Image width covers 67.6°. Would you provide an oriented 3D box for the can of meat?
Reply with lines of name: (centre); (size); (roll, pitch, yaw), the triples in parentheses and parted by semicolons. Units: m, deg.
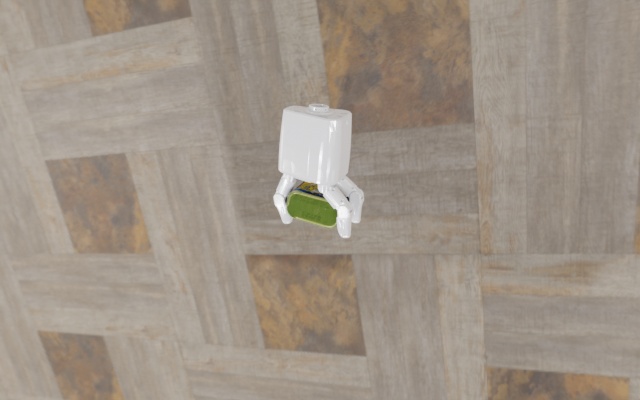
can of meat: (0.000, 0.003, 0.833); (0.102, 0.057, 0.084); (15, 23, 14)
